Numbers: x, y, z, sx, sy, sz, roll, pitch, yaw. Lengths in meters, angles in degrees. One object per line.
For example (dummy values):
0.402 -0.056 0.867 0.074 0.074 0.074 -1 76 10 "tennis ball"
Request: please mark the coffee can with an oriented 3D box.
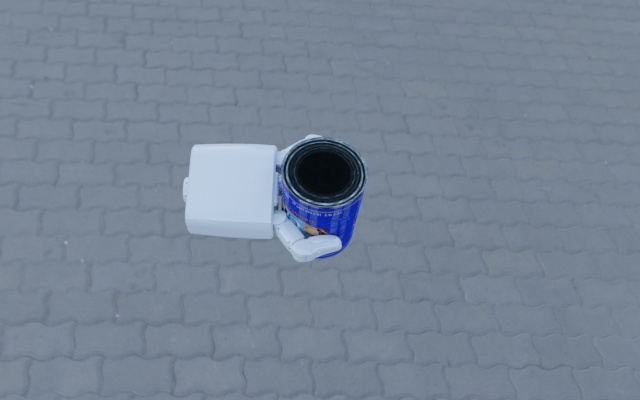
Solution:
0.000 0.002 0.614 0.103 0.102 0.140 0 -32 -5 "coffee can"
